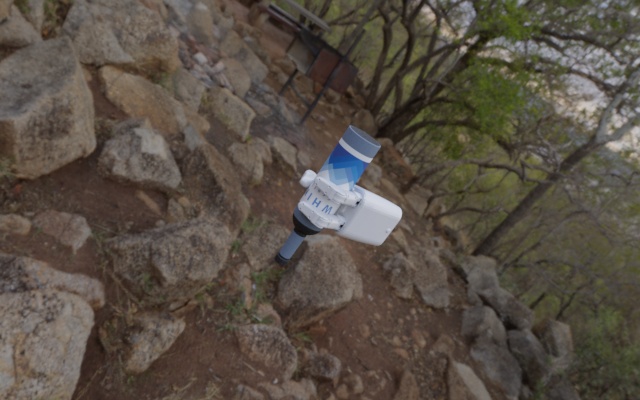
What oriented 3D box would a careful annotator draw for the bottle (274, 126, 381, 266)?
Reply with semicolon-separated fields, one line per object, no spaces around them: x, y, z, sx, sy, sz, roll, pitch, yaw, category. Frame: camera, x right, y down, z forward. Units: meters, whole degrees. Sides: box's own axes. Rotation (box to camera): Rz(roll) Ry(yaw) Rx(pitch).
0.000;0.003;0.882;0.069;0.296;0.069;30;19;-11;bottle
